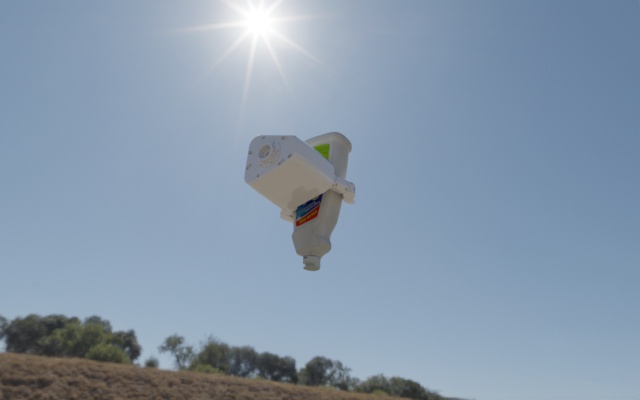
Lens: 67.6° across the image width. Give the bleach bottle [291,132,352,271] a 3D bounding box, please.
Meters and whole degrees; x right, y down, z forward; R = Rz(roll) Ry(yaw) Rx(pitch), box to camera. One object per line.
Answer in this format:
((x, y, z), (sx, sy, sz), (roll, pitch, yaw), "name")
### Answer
((0.000, 0.003, 0.868), (0.102, 0.250, 0.068), (-13, -31, 32), "bleach bottle")
